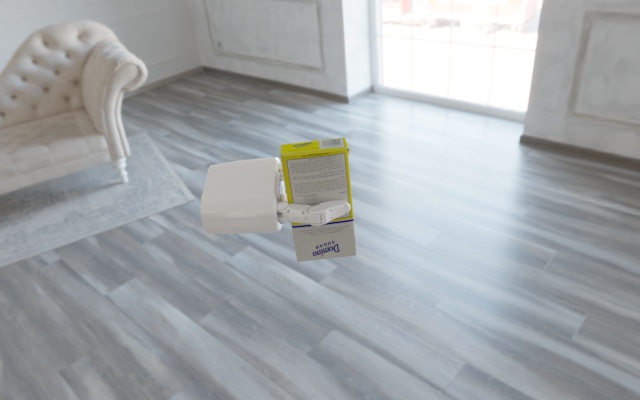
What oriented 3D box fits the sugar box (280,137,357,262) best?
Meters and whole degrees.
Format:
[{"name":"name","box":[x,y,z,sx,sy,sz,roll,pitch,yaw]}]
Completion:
[{"name":"sugar box","box":[0.000,0.002,0.687,0.093,0.176,0.048,-6,31,0]}]
